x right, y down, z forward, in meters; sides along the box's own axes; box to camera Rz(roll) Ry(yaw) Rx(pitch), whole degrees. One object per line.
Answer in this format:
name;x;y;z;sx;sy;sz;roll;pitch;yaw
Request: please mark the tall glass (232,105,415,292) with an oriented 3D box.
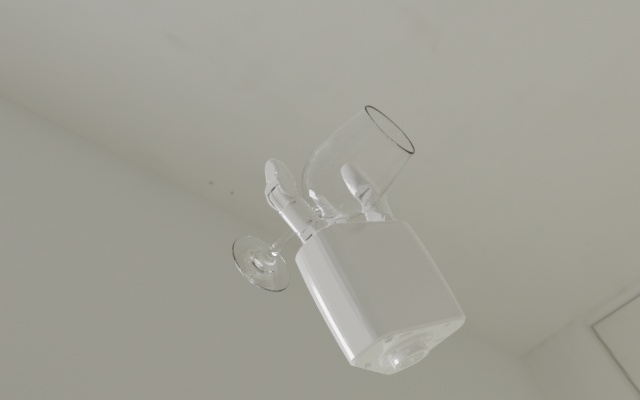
tall glass;0.000;0.002;0.469;0.201;0.079;0.079;-47;-23;23
